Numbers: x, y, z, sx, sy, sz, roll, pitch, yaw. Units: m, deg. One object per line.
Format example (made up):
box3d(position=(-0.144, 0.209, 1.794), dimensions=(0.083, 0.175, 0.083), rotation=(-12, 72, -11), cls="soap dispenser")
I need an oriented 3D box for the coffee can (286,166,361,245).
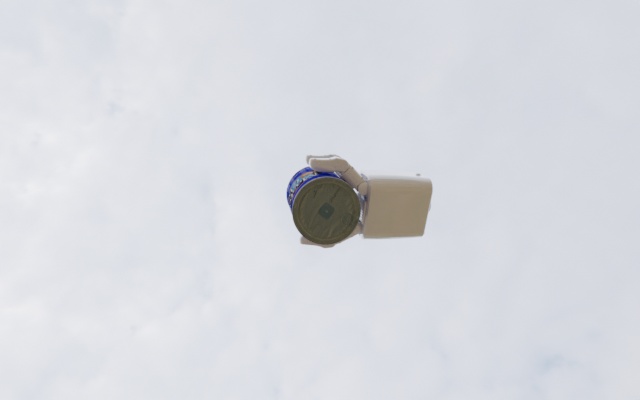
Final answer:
box3d(position=(0.000, 0.003, 0.769), dimensions=(0.103, 0.103, 0.140), rotation=(0, 12, -8), cls="coffee can")
